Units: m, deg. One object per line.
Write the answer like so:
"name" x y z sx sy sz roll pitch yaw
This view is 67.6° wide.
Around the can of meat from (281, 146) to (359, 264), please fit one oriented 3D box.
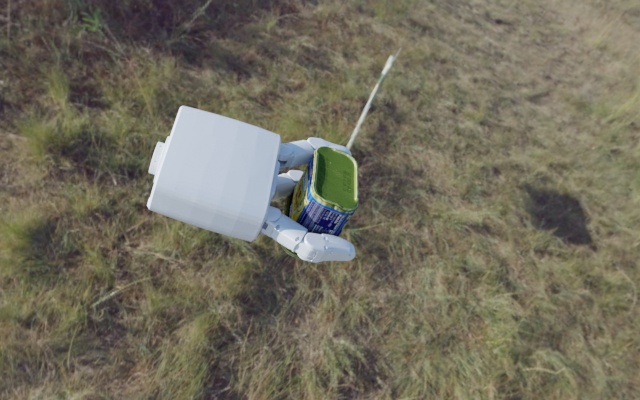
"can of meat" 0.000 0.002 0.518 0.057 0.084 0.102 20 39 -13
